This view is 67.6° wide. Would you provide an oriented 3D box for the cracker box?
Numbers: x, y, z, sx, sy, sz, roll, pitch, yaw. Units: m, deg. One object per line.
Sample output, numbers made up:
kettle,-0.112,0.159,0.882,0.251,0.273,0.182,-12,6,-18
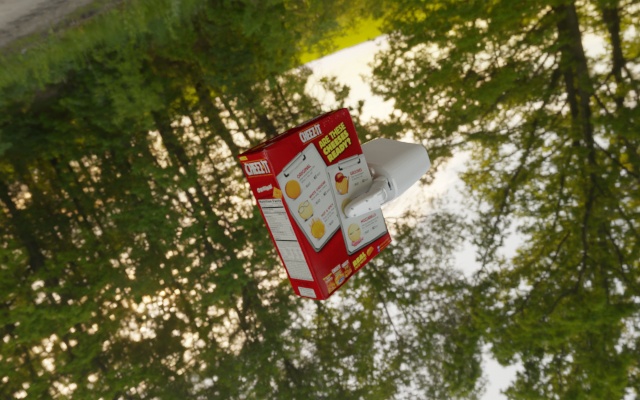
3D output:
cracker box,0.000,0.002,0.660,0.072,0.214,0.164,-4,23,47
